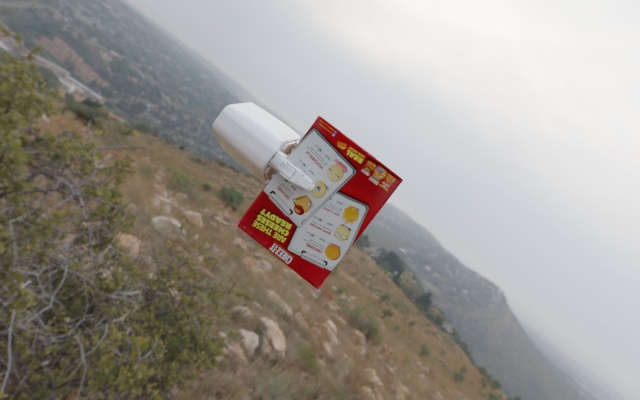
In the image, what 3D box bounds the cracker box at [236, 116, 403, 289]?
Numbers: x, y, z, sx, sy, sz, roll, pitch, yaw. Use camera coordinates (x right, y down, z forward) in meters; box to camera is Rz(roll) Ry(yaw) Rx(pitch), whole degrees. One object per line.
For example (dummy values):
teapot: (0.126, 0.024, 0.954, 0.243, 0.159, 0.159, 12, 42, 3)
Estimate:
cracker box: (0.000, 0.002, 0.755, 0.164, 0.214, 0.072, 38, 5, 5)
